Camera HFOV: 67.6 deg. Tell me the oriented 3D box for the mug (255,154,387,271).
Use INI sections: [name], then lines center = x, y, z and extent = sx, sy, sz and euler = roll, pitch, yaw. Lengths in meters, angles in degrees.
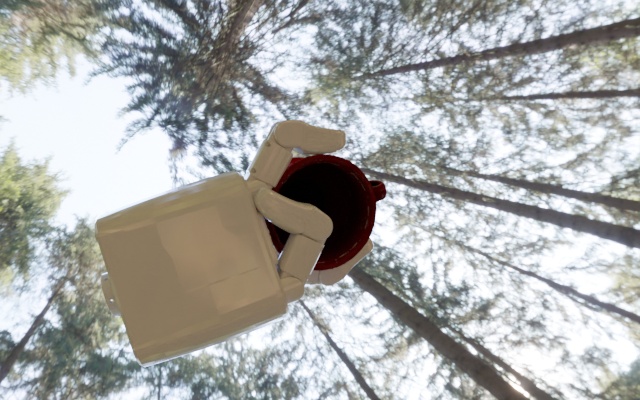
[mug]
center = 0.001, 0.001, 0.416
extent = 0.117, 0.093, 0.081
euler = -18, 13, -16
